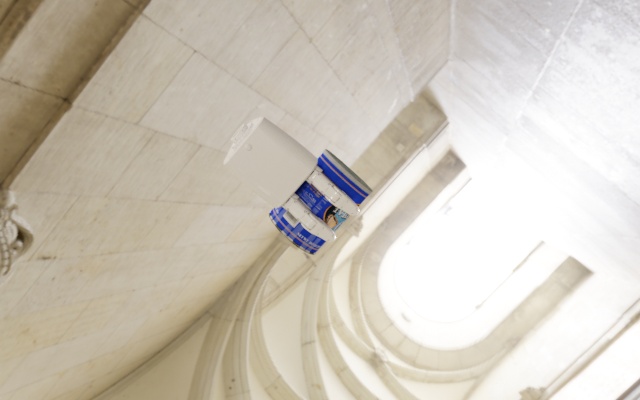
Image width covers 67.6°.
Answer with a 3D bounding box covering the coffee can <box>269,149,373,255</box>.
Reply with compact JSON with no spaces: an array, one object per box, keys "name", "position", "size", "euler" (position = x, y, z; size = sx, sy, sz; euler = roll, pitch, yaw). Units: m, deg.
[{"name":"coffee can","position":[0.000,0.003,0.773],"size":[0.103,0.140,0.103],"euler":[41,8,-7]}]
